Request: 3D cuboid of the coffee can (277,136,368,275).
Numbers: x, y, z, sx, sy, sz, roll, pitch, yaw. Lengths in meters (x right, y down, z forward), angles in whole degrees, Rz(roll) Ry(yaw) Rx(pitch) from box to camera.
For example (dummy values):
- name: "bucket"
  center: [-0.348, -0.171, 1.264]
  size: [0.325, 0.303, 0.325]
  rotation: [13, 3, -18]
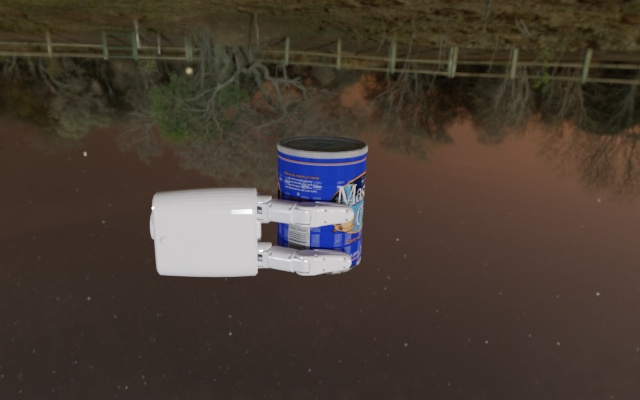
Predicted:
- name: "coffee can"
  center: [0.000, 0.002, 0.560]
  size: [0.103, 0.140, 0.102]
  rotation: [2, 17, -1]
